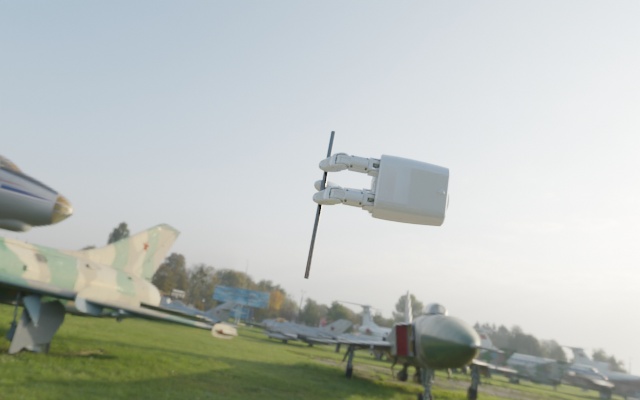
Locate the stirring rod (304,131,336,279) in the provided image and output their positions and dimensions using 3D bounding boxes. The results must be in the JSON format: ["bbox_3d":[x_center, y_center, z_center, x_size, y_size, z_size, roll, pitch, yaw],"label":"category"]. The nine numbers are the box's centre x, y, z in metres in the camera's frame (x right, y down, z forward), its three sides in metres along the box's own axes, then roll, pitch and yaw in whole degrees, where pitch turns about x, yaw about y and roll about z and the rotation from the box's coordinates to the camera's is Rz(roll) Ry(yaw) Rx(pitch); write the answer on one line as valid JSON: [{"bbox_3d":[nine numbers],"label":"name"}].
[{"bbox_3d":[0.000,0.003,0.743,0.011,0.239,0.011,10,-15,3],"label":"stirring rod"}]
